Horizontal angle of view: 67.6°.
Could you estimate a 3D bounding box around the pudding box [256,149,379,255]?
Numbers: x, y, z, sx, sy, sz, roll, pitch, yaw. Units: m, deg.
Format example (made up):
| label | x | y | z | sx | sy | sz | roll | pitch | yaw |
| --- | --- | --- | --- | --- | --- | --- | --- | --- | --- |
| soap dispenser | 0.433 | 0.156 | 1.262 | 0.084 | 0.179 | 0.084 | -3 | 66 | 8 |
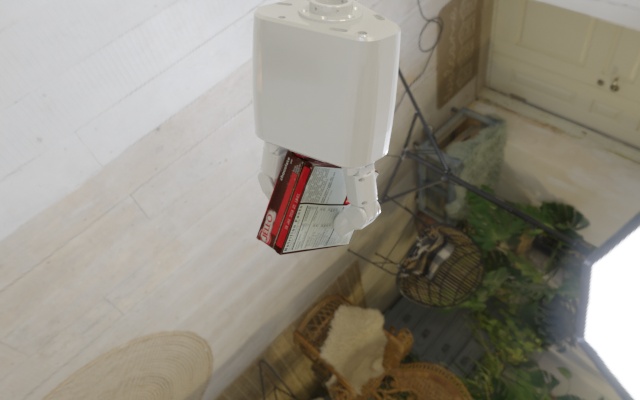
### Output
| label | x | y | z | sx | sy | sz | roll | pitch | yaw |
| --- | --- | --- | --- | --- | --- | --- | --- | --- | --- |
| pudding box | 0.000 | 0.002 | 0.458 | 0.039 | 0.090 | 0.113 | 33 | 19 | 34 |
